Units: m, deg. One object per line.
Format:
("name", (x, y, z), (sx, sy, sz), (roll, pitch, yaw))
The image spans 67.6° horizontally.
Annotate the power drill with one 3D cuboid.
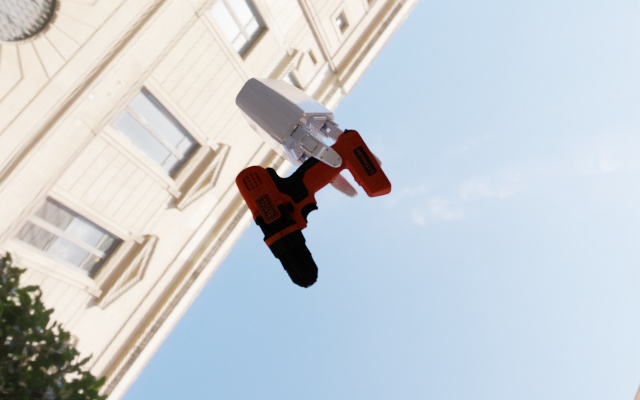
("power drill", (0.000, 0.002, 0.657), (0.187, 0.184, 0.057), (-30, -6, -6))
